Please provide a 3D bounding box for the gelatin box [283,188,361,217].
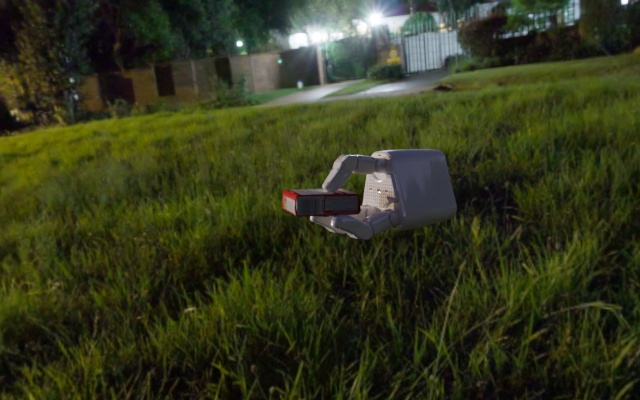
[{"bbox_3d":[0.000,0.002,0.642,0.089,0.030,0.073,-2,8,-18],"label":"gelatin box"}]
